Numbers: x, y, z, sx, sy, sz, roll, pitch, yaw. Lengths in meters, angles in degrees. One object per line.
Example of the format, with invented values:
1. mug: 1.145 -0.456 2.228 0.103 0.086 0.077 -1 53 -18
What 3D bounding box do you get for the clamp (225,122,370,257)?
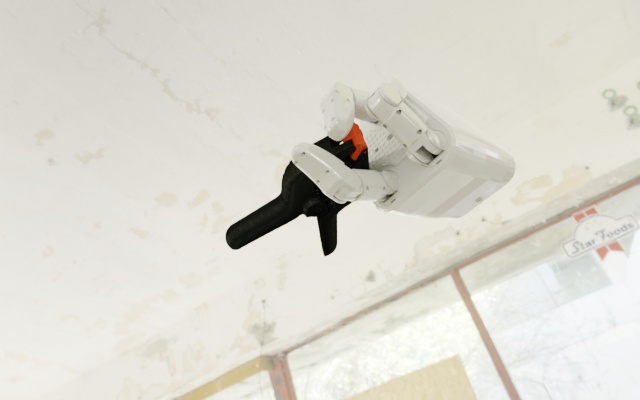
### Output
1. clamp: 0.000 0.001 0.447 0.120 0.039 0.171 10 -41 -40
